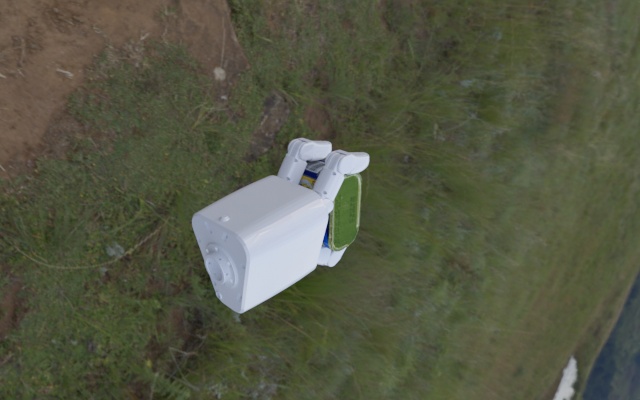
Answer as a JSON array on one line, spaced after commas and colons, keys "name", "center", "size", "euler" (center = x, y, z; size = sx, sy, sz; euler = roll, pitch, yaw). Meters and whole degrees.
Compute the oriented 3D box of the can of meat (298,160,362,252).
[{"name": "can of meat", "center": [0.000, 0.002, 0.574], "size": [0.084, 0.102, 0.057], "euler": [22, 33, 38]}]
